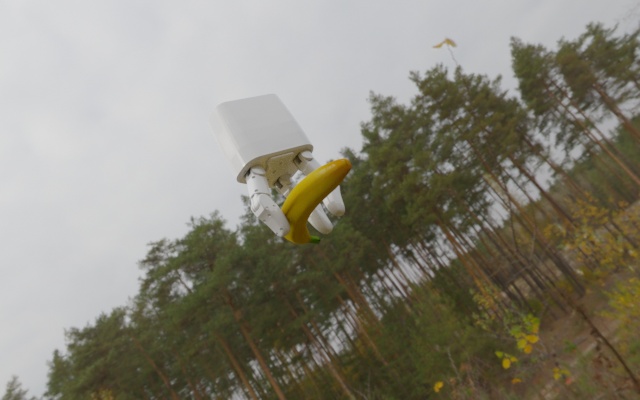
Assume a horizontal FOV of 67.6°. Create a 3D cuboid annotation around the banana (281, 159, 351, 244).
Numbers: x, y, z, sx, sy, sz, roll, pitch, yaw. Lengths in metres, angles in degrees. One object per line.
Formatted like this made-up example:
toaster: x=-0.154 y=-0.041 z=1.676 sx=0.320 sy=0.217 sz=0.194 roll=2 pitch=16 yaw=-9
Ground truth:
banana: x=-0.017 y=0.009 z=0.614 sx=0.069 sy=0.037 sz=0.198 roll=-17 pitch=-25 yaw=-23
